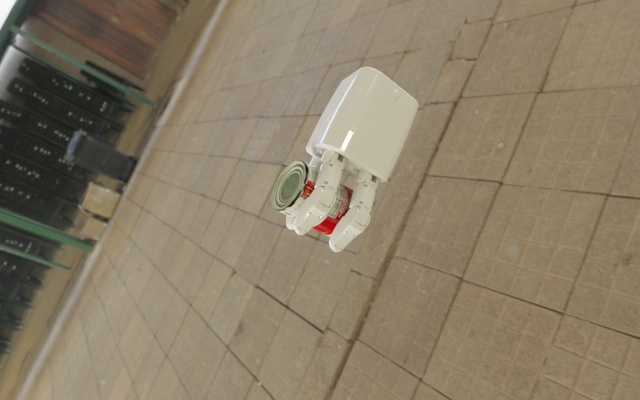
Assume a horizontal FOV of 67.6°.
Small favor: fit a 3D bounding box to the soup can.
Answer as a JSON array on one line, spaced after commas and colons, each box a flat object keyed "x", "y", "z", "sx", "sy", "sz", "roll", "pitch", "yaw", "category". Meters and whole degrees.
[{"x": 0.000, "y": 0.002, "z": 0.586, "sx": 0.102, "sy": 0.068, "sz": 0.068, "roll": 29, "pitch": -16, "yaw": -31, "category": "soup can"}]
